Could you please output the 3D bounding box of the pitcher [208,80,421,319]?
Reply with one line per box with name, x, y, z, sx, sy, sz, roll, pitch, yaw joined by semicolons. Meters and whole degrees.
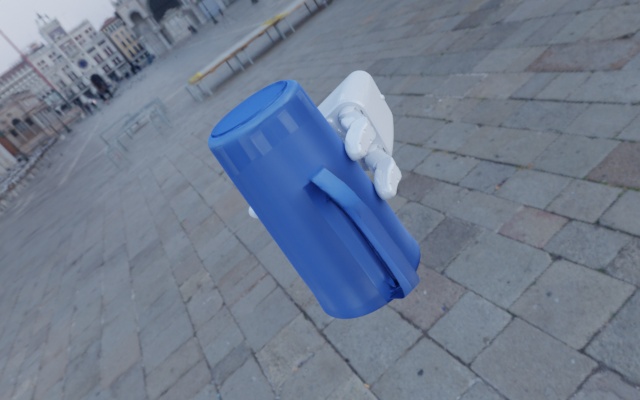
pitcher;0.000;0.002;0.499;0.149;0.243;0.145;-22;28;28
